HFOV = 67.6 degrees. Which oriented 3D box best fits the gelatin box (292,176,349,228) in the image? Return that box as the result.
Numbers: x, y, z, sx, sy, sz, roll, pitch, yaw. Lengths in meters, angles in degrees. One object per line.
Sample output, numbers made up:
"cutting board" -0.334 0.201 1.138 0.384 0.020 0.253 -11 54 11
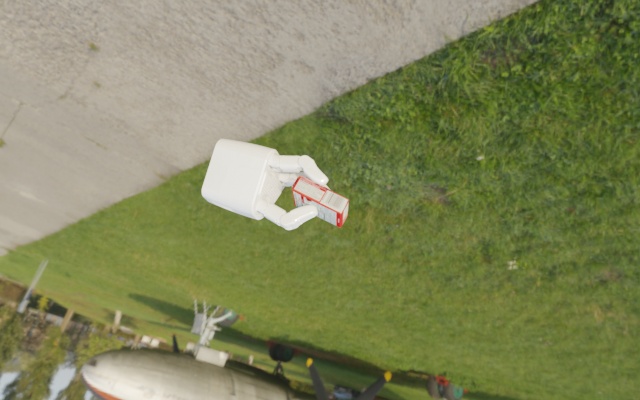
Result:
"gelatin box" 0.000 0.003 0.759 0.089 0.030 0.073 26 -18 11
